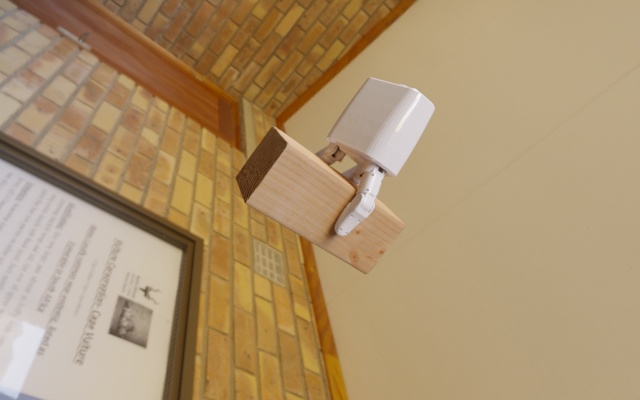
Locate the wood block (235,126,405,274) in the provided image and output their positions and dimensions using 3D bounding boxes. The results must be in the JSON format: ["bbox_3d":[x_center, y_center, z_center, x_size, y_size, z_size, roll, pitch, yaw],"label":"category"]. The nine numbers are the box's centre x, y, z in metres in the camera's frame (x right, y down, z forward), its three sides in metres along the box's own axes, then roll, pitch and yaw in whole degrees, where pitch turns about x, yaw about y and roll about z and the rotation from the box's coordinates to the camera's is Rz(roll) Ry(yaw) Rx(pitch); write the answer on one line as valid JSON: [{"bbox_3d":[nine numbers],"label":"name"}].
[{"bbox_3d":[0.001,0.002,0.641,0.206,0.090,0.090,33,9,-27],"label":"wood block"}]
